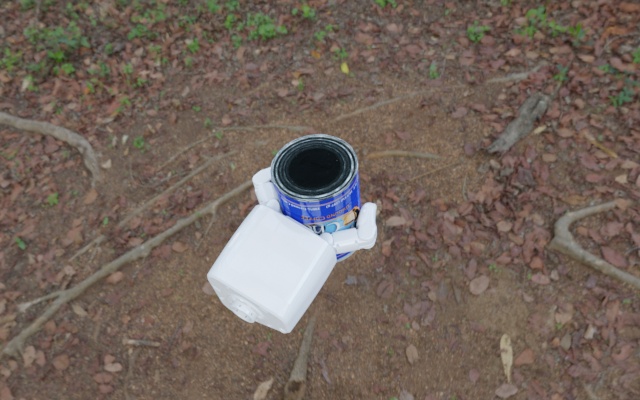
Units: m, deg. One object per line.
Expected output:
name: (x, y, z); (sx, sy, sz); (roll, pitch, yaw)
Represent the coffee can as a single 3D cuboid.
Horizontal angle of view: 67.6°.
coffee can: (0.000, 0.002, 0.604); (0.103, 0.102, 0.140); (0, -37, 8)
